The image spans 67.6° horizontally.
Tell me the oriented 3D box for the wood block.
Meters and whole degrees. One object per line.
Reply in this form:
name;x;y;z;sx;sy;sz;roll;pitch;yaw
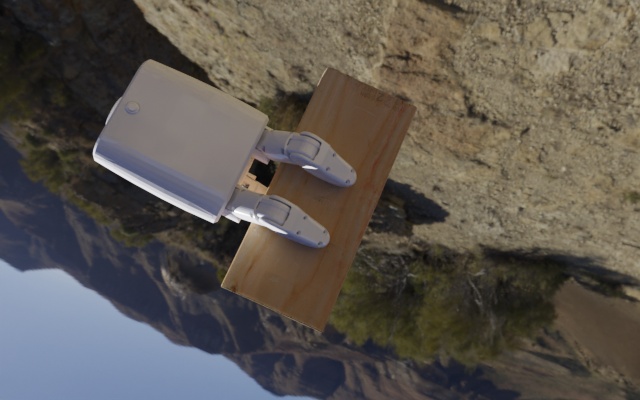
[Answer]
wood block;0.000;0.001;0.433;0.090;0.206;0.091;25;-13;0
